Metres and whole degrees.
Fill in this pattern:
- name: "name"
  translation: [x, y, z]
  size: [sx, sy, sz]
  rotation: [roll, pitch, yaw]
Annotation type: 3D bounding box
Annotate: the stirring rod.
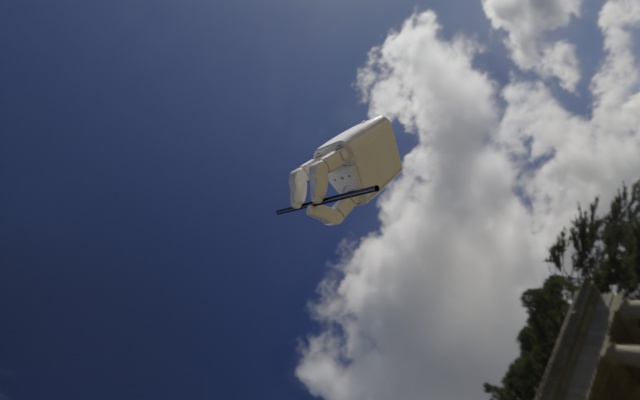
- name: "stirring rod"
  translation: [0.000, 0.002, 0.687]
  size: [0.011, 0.011, 0.239]
  rotation: [0, -8, -36]
